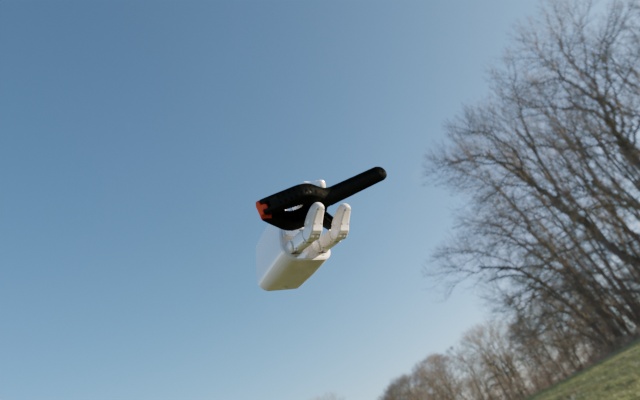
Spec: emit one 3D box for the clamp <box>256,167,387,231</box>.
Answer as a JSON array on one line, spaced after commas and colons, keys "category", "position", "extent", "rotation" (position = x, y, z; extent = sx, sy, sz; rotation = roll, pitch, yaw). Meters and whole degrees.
[{"category": "clamp", "position": [-0.001, 0.002, 0.761], "extent": [0.210, 0.036, 0.165], "rotation": [2, -44, -38]}]
